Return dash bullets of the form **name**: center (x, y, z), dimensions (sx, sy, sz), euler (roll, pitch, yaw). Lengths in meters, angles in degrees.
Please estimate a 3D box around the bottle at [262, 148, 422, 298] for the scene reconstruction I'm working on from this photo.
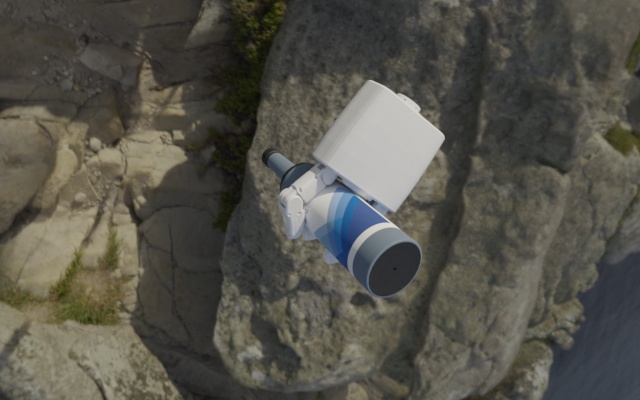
- **bottle**: center (0.000, 0.002, 0.568), dimensions (0.069, 0.069, 0.295), euler (0, 26, -33)
